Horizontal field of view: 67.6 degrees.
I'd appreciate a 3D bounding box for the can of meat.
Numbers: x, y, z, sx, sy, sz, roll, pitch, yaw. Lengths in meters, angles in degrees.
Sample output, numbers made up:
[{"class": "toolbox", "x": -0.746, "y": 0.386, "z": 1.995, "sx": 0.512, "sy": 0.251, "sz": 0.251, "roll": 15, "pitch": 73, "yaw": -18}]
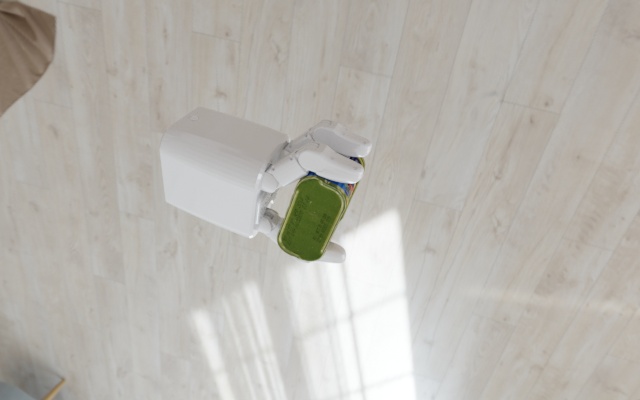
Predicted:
[{"class": "can of meat", "x": 0.000, "y": 0.002, "z": 0.494, "sx": 0.057, "sy": 0.102, "sz": 0.084, "roll": 24, "pitch": 33, "yaw": 3}]
